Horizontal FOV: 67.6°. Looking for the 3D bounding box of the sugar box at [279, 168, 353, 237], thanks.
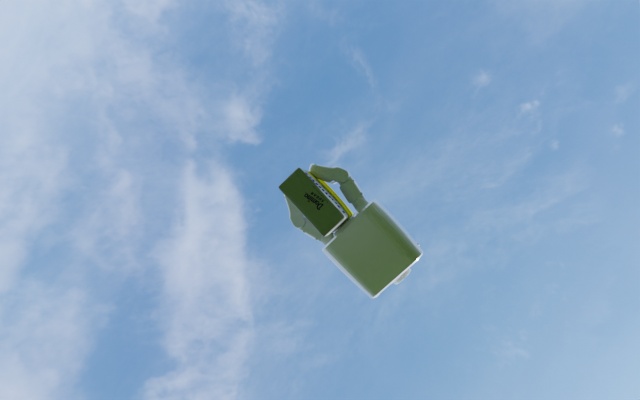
[{"bbox_3d":[0.001,0.002,0.706,0.048,0.093,0.176,-43,-5,3],"label":"sugar box"}]
